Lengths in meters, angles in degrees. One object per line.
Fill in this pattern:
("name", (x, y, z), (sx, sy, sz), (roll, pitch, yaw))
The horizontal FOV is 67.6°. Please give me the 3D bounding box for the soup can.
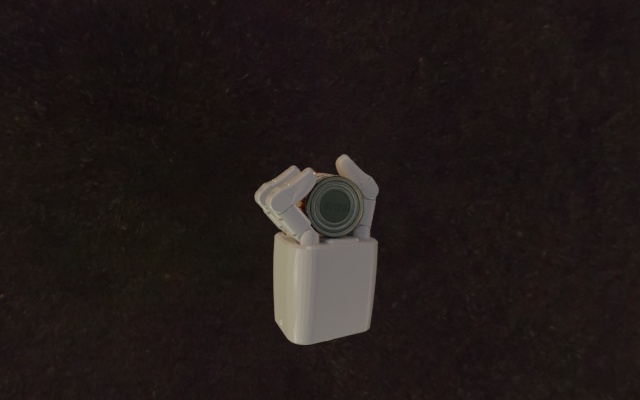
("soup can", (0.000, 0.001, 0.550), (0.068, 0.068, 0.102), (0, 6, -19))
